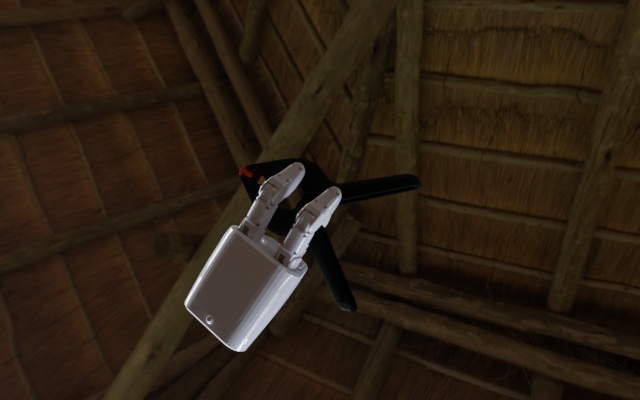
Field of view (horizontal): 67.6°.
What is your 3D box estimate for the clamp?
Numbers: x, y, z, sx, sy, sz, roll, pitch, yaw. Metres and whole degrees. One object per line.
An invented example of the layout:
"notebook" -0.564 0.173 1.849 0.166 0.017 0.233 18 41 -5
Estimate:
"clamp" 0.000 0.002 0.552 0.210 0.164 0.036 35 -1 21
